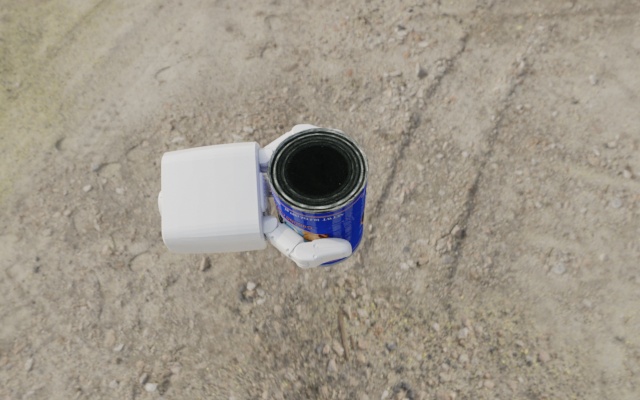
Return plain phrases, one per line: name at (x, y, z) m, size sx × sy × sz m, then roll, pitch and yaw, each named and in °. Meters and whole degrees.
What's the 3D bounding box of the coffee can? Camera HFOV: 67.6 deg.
coffee can at (0.000, 0.002, 0.539) m, size 0.103 × 0.102 × 0.140 m, roll 0°, pitch -30°, yaw 2°
